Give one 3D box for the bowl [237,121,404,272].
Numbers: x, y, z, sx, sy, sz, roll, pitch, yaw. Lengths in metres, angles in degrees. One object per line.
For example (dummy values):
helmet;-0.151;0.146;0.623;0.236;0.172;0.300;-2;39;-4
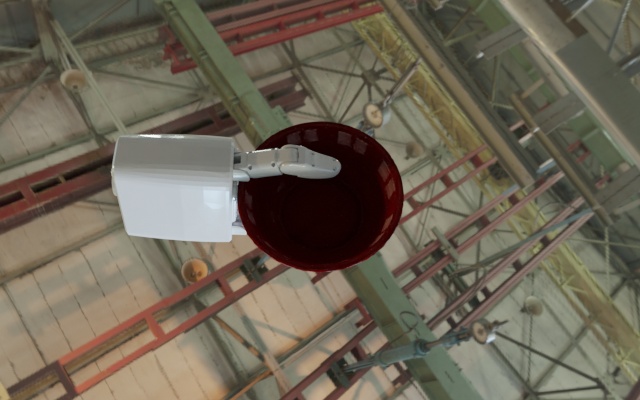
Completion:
bowl;0.001;0.002;0.483;0.162;0.162;0.055;0;-25;1
